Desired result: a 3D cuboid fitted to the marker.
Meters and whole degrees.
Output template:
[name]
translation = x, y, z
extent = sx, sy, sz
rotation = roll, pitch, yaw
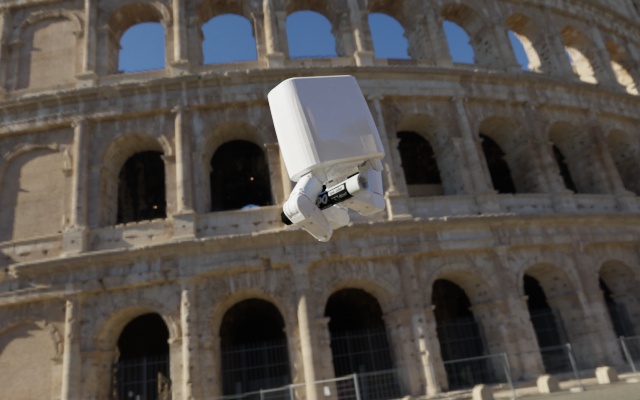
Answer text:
[marker]
translation = 0.000, 0.002, 0.513
extent = 0.121, 0.020, 0.020
rotation = -25, -17, 39
